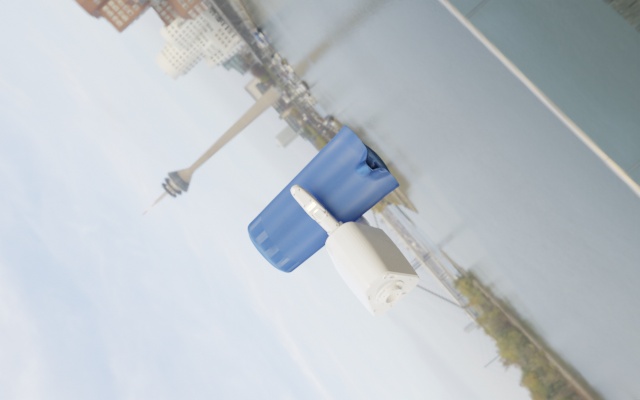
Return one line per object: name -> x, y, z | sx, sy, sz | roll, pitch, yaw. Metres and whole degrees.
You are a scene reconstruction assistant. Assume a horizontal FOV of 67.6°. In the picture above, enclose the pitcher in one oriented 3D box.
pitcher -> 0.000, 0.003, 0.797 | 0.145, 0.243, 0.149 | 51, 6, 38
